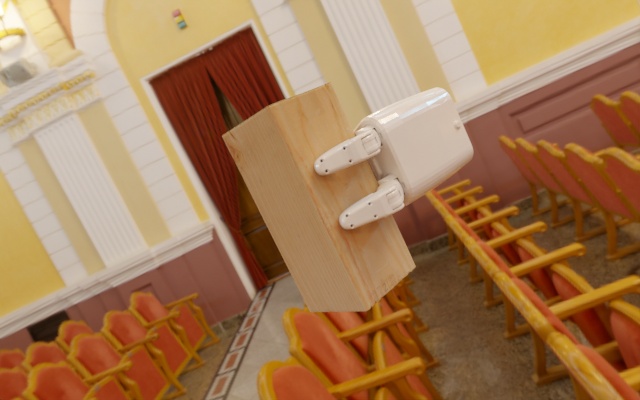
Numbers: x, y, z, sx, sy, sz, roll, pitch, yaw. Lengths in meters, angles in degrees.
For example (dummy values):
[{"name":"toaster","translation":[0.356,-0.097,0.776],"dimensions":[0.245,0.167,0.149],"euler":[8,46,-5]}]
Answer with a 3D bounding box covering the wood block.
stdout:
[{"name":"wood block","translation":[0.000,0.001,0.486],"dimensions":[0.090,0.206,0.091],"euler":[-32,9,-39]}]
